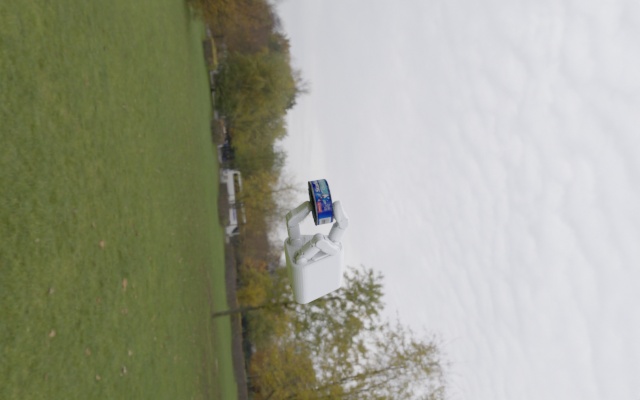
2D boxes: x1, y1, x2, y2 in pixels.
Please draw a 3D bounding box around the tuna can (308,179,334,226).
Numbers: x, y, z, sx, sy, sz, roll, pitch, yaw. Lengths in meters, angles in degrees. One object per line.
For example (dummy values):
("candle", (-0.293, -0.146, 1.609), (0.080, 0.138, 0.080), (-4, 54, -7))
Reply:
("tuna can", (0.001, 0.003, 0.894), (0.034, 0.086, 0.086), (-10, 1, -7))
